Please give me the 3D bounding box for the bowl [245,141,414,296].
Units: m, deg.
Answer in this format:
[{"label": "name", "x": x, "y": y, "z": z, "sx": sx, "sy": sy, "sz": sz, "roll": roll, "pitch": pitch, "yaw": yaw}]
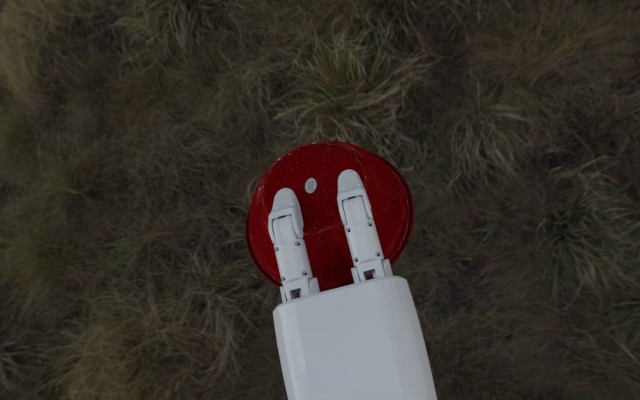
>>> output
[{"label": "bowl", "x": -0.001, "y": 0.000, "z": 0.427, "sx": 0.162, "sy": 0.162, "sz": 0.055, "roll": 0, "pitch": -31, "yaw": 16}]
